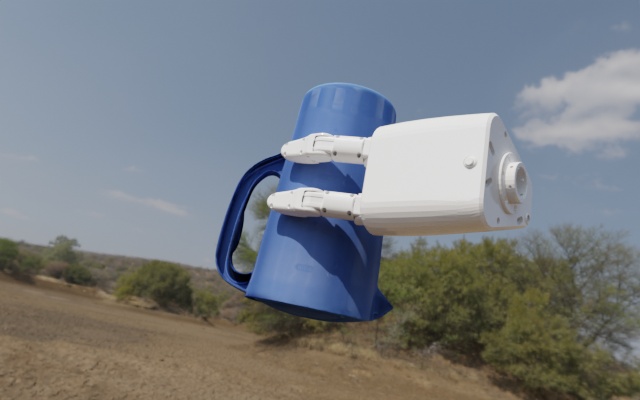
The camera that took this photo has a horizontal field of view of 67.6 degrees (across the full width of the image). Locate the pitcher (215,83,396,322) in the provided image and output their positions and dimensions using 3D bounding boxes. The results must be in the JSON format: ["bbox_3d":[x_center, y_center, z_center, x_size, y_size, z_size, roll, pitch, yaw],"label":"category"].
[{"bbox_3d":[0.000,0.002,0.511,0.145,0.242,0.149,-4,-21,44],"label":"pitcher"}]
